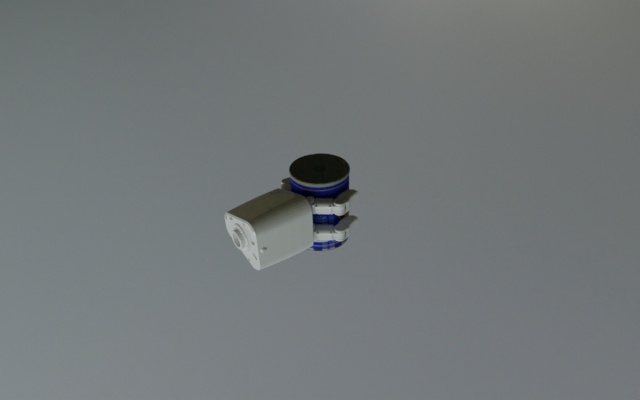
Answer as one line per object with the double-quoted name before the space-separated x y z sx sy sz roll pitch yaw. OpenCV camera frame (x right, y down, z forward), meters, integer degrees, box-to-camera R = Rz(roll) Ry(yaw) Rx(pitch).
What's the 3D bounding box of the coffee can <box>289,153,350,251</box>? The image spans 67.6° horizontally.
"coffee can" 0.000 0.003 0.839 0.103 0.140 0.102 -1 34 1
